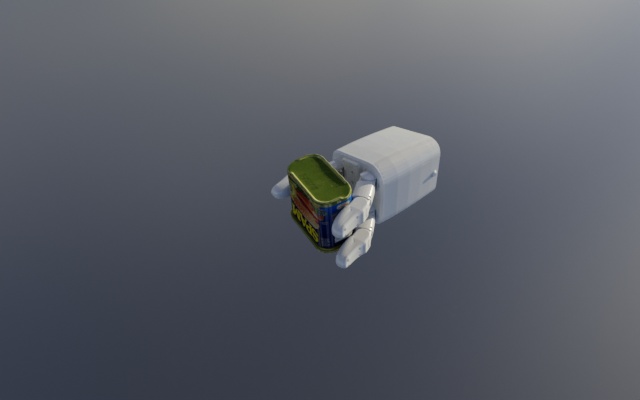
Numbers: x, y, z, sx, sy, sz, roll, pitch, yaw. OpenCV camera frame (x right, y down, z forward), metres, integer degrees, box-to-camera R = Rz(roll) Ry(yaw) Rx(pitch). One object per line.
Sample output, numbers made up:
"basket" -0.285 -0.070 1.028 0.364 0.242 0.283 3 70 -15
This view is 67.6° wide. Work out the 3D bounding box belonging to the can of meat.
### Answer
"can of meat" 0.000 0.002 0.606 0.057 0.084 0.102 -24 46 -20
